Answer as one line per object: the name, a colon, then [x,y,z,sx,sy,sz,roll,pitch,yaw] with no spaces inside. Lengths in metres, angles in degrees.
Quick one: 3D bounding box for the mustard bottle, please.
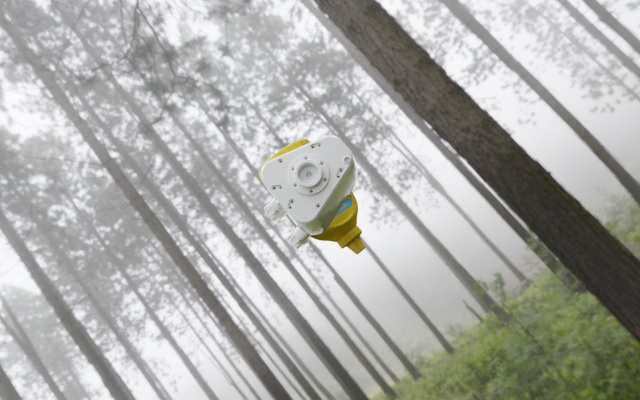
mustard bottle: [0.000,0.002,0.719,0.096,0.191,0.058,-35,-11,-26]
